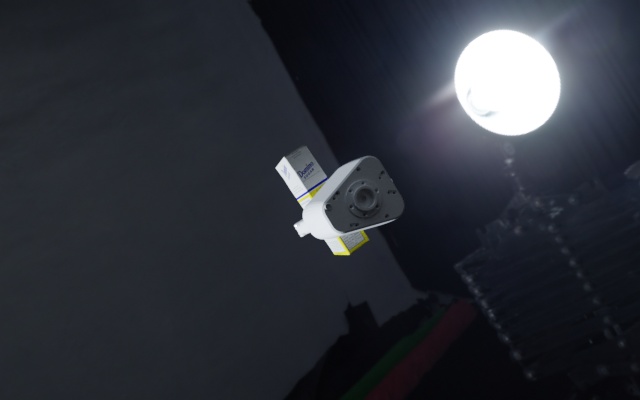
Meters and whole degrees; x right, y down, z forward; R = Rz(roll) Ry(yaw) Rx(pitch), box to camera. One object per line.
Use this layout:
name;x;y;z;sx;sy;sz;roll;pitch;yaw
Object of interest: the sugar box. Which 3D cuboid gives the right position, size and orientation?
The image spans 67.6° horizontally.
sugar box;0.001;0.002;0.751;0.048;0.176;0.093;-32;2;-15
